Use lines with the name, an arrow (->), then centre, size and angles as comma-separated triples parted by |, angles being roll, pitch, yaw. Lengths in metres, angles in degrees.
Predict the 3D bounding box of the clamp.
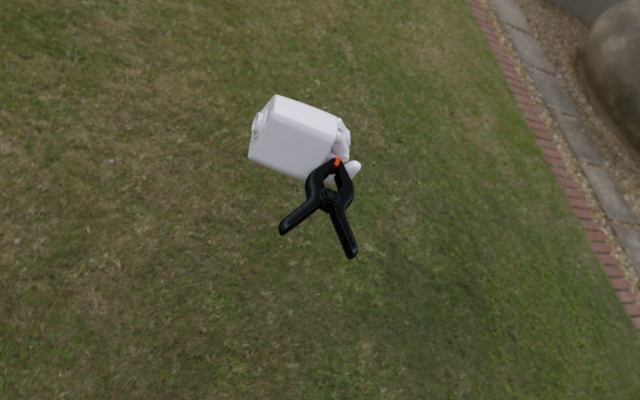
clamp -> 0.000, 0.002, 0.722 | 0.120, 0.171, 0.039 | 17, -39, -19
